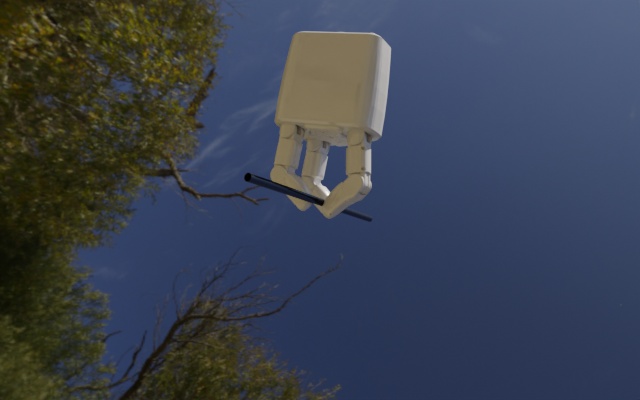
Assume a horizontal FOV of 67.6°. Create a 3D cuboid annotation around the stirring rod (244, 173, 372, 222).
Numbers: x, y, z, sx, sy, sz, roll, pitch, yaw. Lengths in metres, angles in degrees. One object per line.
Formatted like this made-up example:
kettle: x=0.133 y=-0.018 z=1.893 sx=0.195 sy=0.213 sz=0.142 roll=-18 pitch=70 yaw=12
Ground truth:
stirring rod: x=0.000 y=0.002 z=0.513 sx=0.011 sy=0.011 sz=0.239 roll=0 pitch=-11 yaw=32
